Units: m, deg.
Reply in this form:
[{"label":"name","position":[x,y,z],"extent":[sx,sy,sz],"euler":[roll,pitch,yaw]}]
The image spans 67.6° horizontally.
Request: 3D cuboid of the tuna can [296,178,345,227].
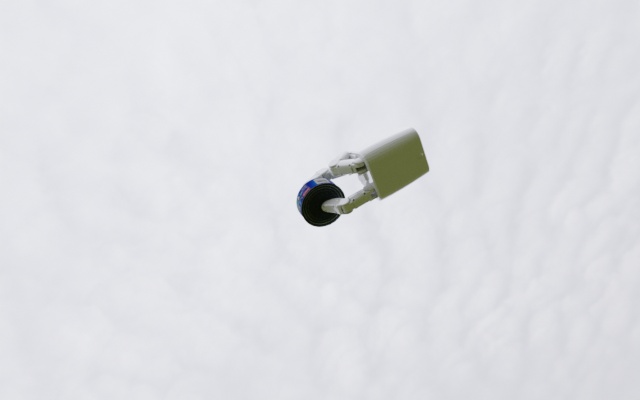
[{"label":"tuna can","position":[0.000,0.003,0.863],"extent":[0.086,0.086,0.033],"euler":[0,23,-24]}]
